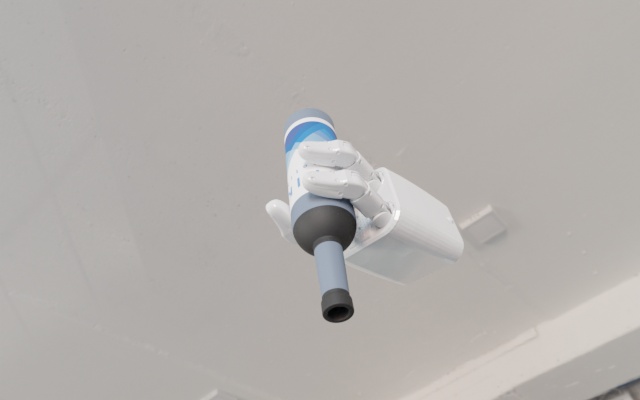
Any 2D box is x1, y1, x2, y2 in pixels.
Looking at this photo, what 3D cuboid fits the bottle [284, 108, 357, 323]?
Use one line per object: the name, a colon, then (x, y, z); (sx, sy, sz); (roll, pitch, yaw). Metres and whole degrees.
bottle: (0.000, 0.001, 0.514); (0.069, 0.069, 0.295); (0, 40, -8)
